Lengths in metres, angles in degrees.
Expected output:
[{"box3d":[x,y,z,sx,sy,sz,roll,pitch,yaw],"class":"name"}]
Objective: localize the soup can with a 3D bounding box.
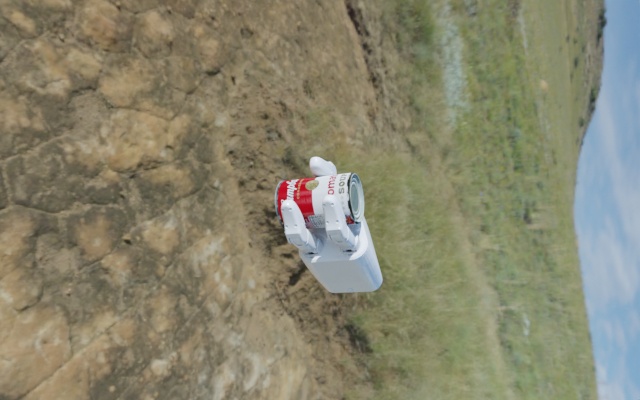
[{"box3d":[0.000,0.002,0.629,0.102,0.068,0.068,-6,-2,20],"class":"soup can"}]
